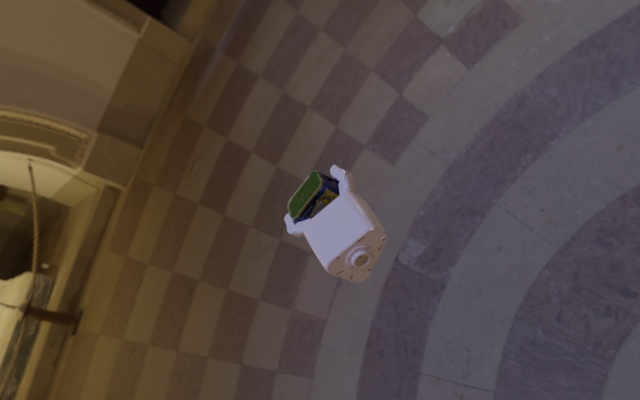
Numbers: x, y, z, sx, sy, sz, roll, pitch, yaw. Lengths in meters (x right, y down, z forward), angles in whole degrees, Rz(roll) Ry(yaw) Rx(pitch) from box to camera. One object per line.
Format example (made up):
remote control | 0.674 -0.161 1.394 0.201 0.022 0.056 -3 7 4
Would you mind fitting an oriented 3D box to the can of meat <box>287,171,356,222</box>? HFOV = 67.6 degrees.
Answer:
can of meat | 0.000 0.003 0.880 0.084 0.102 0.057 24 25 -35
